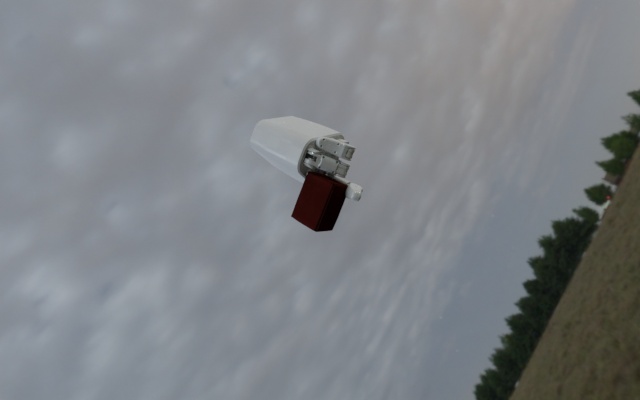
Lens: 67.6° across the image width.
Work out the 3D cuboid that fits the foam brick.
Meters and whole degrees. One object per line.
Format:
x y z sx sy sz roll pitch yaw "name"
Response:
0.000 0.003 0.732 0.051 0.078 0.053 27 10 28 "foam brick"
